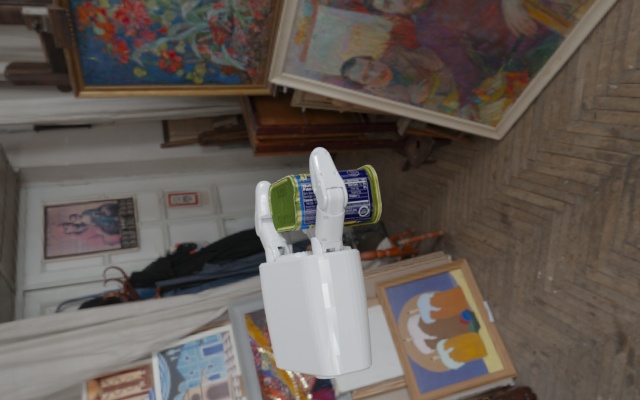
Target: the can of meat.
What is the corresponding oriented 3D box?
[{"bbox_3d":[0.000,0.002,0.480,0.084,0.057,0.102,-6,-4,-20],"label":"can of meat"}]
